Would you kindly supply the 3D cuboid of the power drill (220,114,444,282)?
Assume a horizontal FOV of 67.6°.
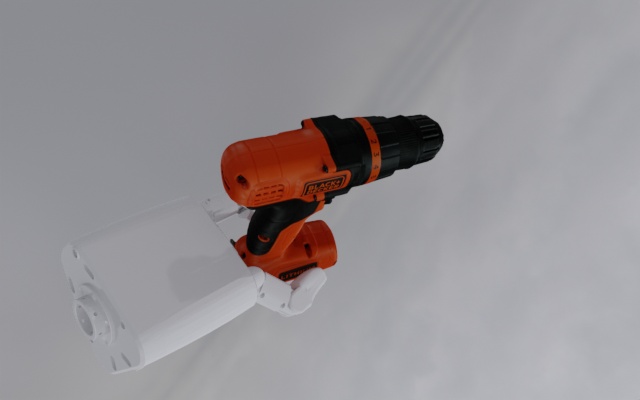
[{"bbox_3d":[0.000,0.002,0.416,0.184,0.057,0.188,-12,-31,-23],"label":"power drill"}]
